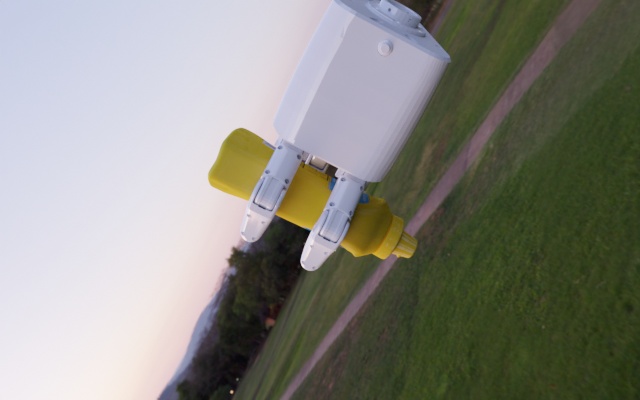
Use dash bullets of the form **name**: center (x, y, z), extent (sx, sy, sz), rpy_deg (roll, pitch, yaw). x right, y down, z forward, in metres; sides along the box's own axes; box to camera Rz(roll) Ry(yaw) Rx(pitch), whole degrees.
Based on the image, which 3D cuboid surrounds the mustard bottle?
- **mustard bottle**: center (0.000, 0.002, 0.429), extent (0.191, 0.058, 0.096), rpy_deg (26, 6, -5)
